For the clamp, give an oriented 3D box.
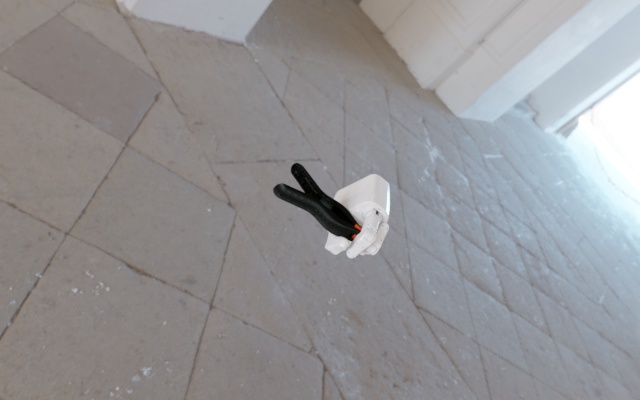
[{"bbox_3d":[0.001,0.002,0.816,0.039,0.171,0.120,-43,17,31],"label":"clamp"}]
